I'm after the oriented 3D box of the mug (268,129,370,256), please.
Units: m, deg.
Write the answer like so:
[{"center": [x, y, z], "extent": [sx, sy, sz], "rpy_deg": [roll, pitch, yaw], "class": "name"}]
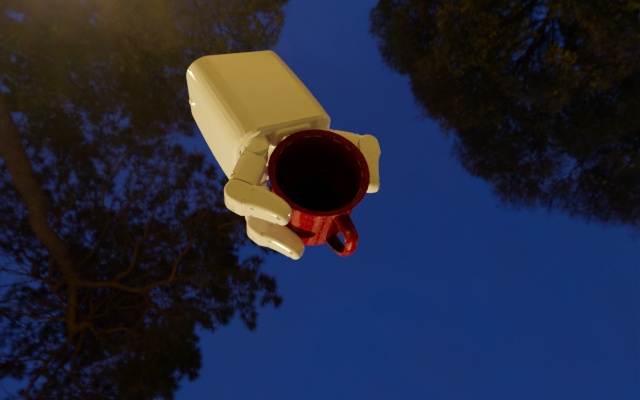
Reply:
[{"center": [0.001, 0.003, 0.459], "extent": [0.093, 0.117, 0.081], "rpy_deg": [-27, -21, -21], "class": "mug"}]
